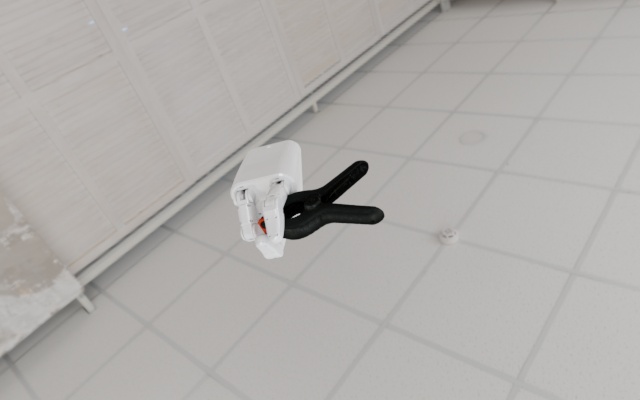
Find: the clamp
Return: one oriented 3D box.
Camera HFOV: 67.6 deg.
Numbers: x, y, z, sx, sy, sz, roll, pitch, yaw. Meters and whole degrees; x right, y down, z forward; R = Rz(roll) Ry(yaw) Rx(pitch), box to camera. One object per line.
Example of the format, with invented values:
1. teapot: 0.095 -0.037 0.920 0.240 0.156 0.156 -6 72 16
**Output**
1. clamp: 0.000 0.003 0.648 0.171 0.039 0.120 -12 35 14
